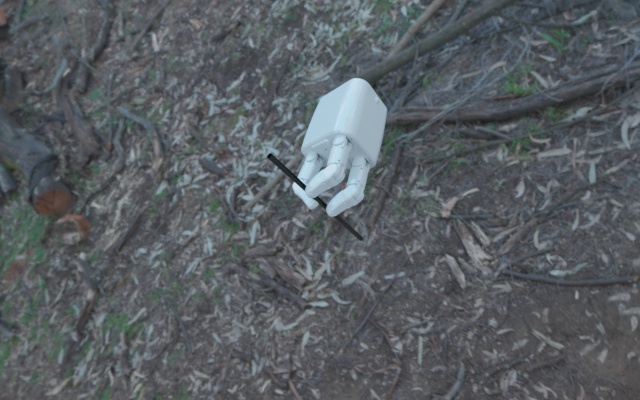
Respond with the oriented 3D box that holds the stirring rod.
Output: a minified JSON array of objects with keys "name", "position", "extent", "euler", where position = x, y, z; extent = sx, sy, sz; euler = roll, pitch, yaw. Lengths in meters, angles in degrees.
[{"name":"stirring rod","position":[0.000,0.002,0.697],"extent":[0.011,0.011,0.240],"euler":[0,-30,39]}]
